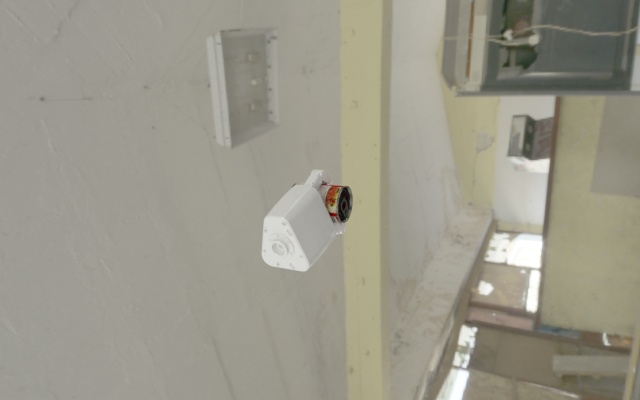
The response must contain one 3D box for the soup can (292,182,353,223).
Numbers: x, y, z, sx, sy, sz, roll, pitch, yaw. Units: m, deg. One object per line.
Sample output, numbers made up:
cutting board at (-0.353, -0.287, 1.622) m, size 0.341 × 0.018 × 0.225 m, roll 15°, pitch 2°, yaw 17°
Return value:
soup can at (0.000, 0.003, 0.883) m, size 0.102 × 0.068 × 0.068 m, roll 6°, pitch 2°, yaw 26°
